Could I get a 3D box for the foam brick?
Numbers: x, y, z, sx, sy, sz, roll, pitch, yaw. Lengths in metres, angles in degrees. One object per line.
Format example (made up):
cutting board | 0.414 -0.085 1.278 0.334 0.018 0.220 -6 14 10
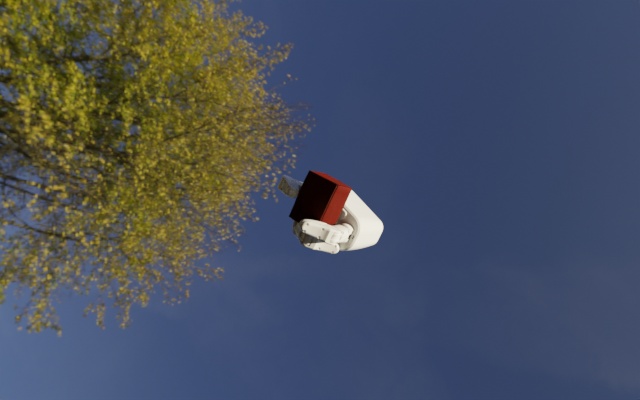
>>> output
foam brick | 0.000 0.002 0.695 0.053 0.078 0.051 31 12 26
